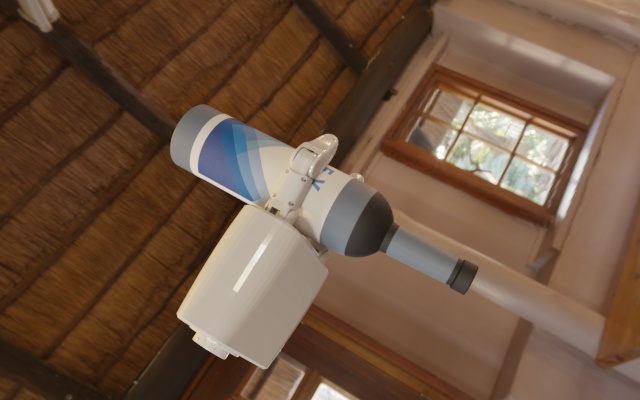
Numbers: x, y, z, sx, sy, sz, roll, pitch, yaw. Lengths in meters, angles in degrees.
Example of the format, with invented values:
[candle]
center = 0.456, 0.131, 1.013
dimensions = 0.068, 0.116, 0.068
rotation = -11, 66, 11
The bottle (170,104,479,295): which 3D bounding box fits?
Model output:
[bottle]
center = 0.000, 0.001, 0.436
dimensions = 0.295, 0.069, 0.069
rotation = 28, 7, 14
